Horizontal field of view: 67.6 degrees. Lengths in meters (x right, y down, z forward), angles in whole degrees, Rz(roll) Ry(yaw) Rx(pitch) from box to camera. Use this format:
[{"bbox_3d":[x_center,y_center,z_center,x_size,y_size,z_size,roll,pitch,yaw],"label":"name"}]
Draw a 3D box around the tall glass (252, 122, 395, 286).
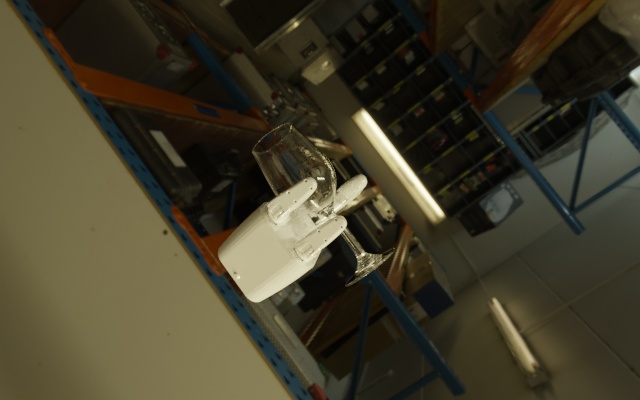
[{"bbox_3d":[0.001,0.002,0.581,0.079,0.201,0.079,-37,-4,-3],"label":"tall glass"}]
